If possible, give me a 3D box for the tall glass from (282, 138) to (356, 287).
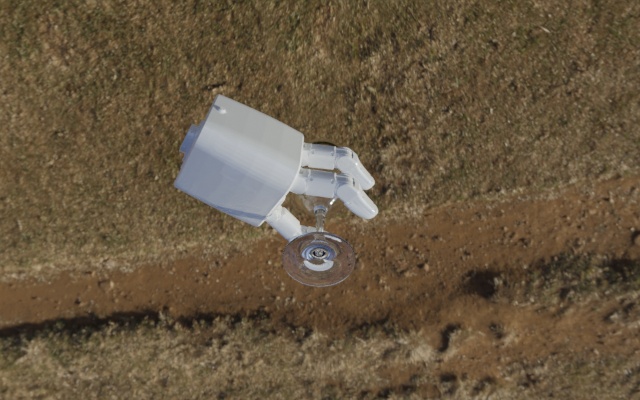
[{"bbox_3d":[0.000,0.002,0.559,0.079,0.079,0.201,0,36,2],"label":"tall glass"}]
